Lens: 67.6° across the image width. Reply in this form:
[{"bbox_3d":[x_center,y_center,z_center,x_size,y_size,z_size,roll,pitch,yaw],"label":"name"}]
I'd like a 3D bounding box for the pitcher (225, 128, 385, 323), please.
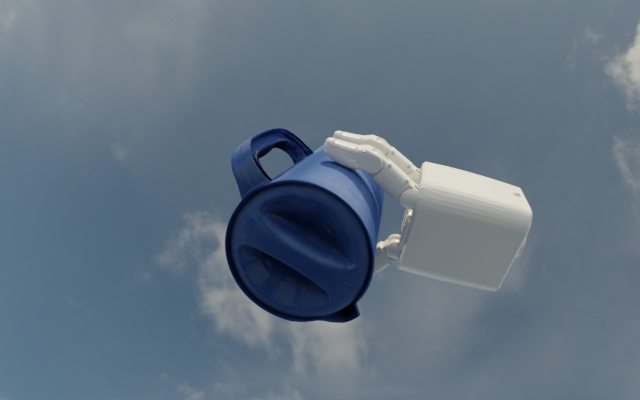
[{"bbox_3d":[0.000,0.002,0.510,0.145,0.149,0.242,13,21,9],"label":"pitcher"}]
